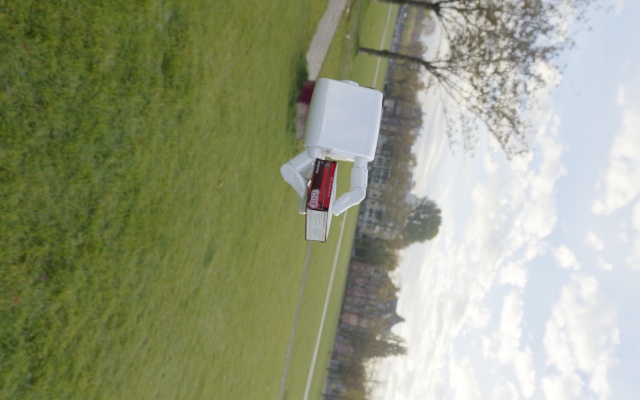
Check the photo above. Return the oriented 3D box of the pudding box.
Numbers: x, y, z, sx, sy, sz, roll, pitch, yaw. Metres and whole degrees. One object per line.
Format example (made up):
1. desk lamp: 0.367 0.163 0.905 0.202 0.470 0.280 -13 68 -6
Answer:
1. pudding box: 0.000 0.002 0.741 0.039 0.090 0.114 9 -29 5
